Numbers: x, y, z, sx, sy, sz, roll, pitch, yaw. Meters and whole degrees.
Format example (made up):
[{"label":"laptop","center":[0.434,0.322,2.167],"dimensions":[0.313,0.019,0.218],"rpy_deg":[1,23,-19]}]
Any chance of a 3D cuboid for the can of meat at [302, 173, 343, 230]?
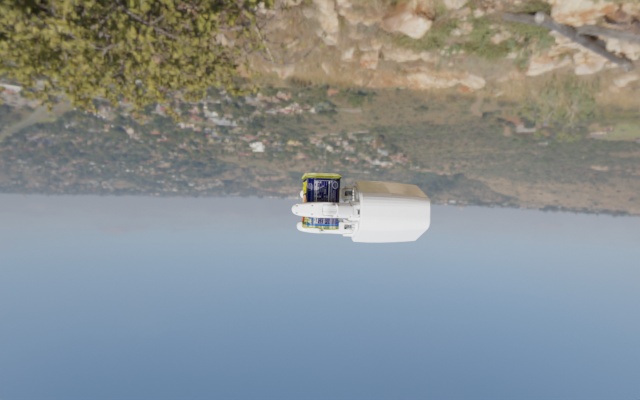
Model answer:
[{"label":"can of meat","center":[0.000,0.003,0.747],"dimensions":[0.057,0.084,0.102],"rpy_deg":[2,-1,-6]}]
